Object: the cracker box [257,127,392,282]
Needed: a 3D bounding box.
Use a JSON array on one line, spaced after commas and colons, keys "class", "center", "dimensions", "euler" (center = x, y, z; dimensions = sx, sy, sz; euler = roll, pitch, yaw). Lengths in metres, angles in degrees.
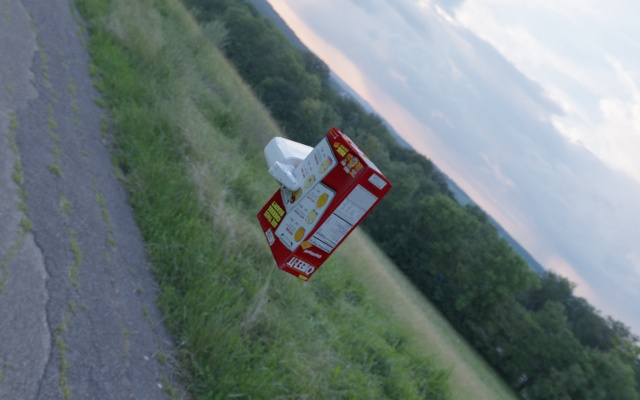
[{"class": "cracker box", "center": [0.000, 0.002, 0.797], "dimensions": [0.072, 0.214, 0.164], "euler": [33, 14, -33]}]
